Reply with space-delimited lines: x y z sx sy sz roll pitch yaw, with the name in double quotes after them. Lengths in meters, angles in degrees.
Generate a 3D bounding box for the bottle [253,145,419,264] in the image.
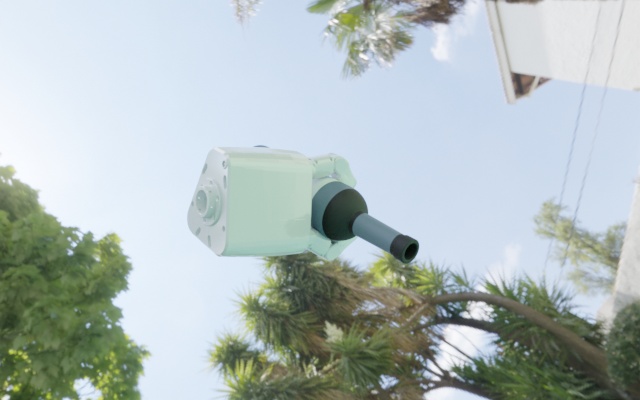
0.000 0.002 0.587 0.069 0.069 0.295 0 20 -42 "bottle"
